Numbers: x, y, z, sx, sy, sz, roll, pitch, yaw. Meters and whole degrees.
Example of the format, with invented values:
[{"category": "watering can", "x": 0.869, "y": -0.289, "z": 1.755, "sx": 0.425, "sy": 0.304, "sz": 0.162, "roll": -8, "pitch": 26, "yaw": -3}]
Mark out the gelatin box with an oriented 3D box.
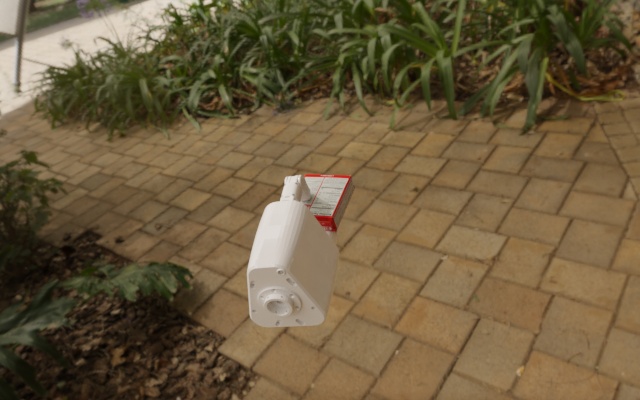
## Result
[{"category": "gelatin box", "x": 0.000, "y": 0.002, "z": 0.671, "sx": 0.073, "sy": 0.030, "sz": 0.089, "roll": 3, "pitch": 45, "yaw": 25}]
